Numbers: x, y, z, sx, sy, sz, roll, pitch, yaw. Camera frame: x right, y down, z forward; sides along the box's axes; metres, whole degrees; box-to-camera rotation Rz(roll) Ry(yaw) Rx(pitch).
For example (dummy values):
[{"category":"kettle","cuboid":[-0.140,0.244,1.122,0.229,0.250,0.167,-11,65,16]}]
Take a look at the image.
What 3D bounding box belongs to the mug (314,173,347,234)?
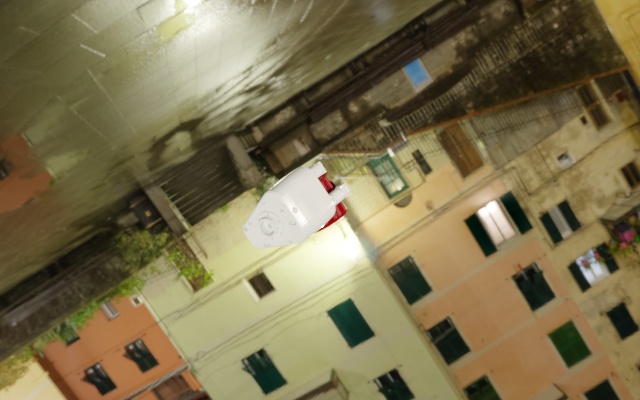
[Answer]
[{"category":"mug","cuboid":[0.001,0.003,0.877,0.093,0.081,0.117,-28,6,38]}]
